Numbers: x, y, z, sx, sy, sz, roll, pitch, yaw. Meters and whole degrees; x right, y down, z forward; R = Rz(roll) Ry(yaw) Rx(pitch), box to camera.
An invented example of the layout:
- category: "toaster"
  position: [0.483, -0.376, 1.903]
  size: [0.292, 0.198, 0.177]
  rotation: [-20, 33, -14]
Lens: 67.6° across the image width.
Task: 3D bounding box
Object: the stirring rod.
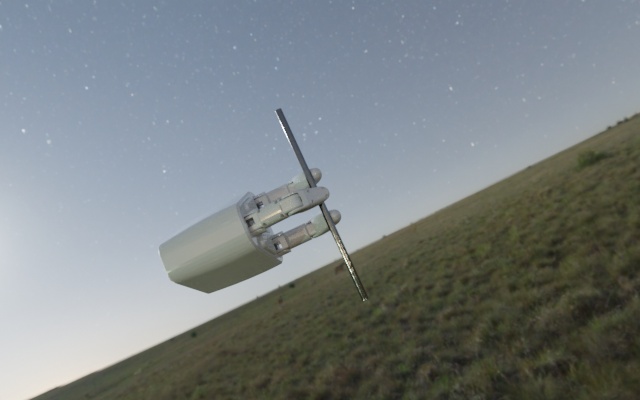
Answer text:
- category: "stirring rod"
  position: [0.000, 0.002, 0.546]
  size: [0.011, 0.239, 0.011]
  rotation: [-24, -7, -3]
